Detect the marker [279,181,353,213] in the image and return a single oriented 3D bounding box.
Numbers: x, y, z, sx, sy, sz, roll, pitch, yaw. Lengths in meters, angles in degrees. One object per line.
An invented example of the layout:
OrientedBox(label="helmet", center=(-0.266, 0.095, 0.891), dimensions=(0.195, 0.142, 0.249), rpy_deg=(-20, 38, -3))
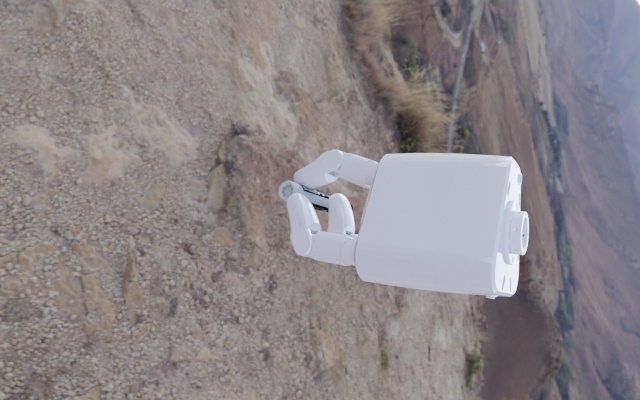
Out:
OrientedBox(label="marker", center=(0.000, 0.002, 0.489), dimensions=(0.020, 0.020, 0.121), rpy_deg=(0, -10, 32))
